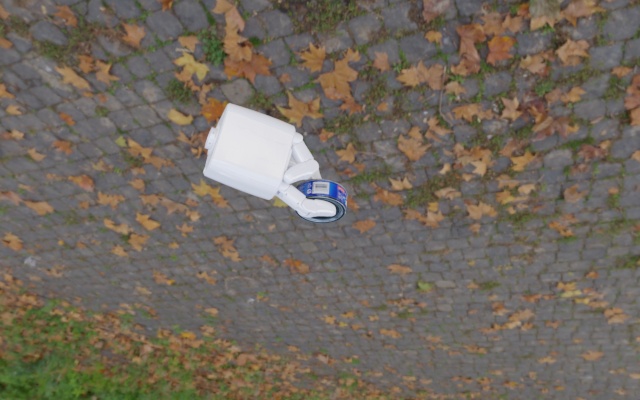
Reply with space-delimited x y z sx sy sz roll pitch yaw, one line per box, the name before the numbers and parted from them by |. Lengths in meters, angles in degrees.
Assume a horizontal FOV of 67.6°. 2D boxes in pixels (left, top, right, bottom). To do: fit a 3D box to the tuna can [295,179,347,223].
tuna can | 0.000 0.003 0.768 0.086 0.033 0.086 2 -32 1
